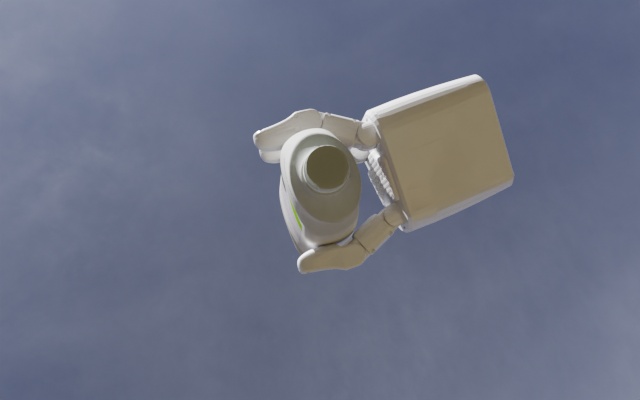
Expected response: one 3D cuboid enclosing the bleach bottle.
[{"bbox_3d":[0.000,0.001,0.429,0.068,0.102,0.251,-21,-5,-6],"label":"bleach bottle"}]
